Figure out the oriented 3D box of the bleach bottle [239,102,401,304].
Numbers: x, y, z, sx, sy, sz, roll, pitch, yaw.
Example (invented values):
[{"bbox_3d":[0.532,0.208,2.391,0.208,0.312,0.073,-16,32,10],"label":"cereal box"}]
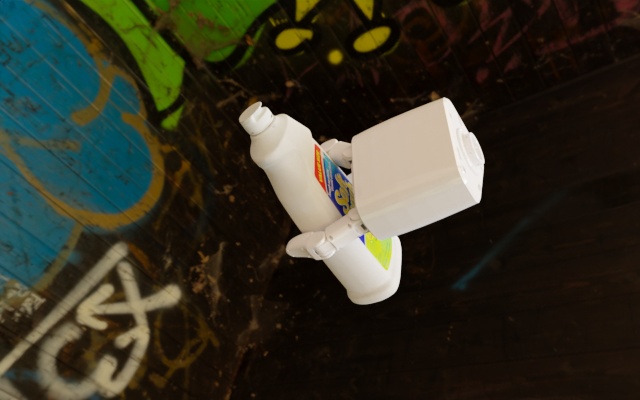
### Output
[{"bbox_3d":[0.000,0.002,0.524,0.068,0.102,0.251,-22,-56,30],"label":"bleach bottle"}]
